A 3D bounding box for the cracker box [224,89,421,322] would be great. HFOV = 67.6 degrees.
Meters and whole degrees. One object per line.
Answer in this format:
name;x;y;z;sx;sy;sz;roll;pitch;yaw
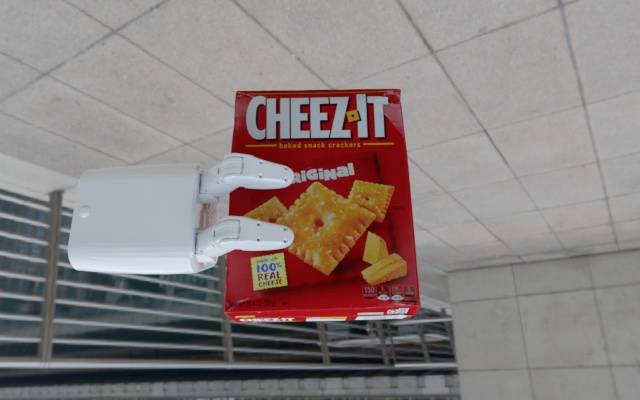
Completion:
cracker box;0.000;0.002;0.448;0.164;0.213;0.072;-1;-20;-1
